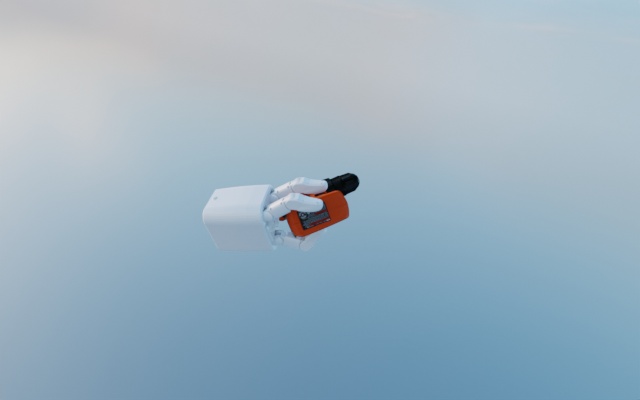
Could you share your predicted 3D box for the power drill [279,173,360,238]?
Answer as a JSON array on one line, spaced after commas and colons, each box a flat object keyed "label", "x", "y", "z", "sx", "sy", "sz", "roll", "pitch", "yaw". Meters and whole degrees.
[{"label": "power drill", "x": 0.000, "y": 0.003, "z": 0.886, "sx": 0.184, "sy": 0.057, "sz": 0.187, "roll": -23, "pitch": 10, "yaw": -3}]
